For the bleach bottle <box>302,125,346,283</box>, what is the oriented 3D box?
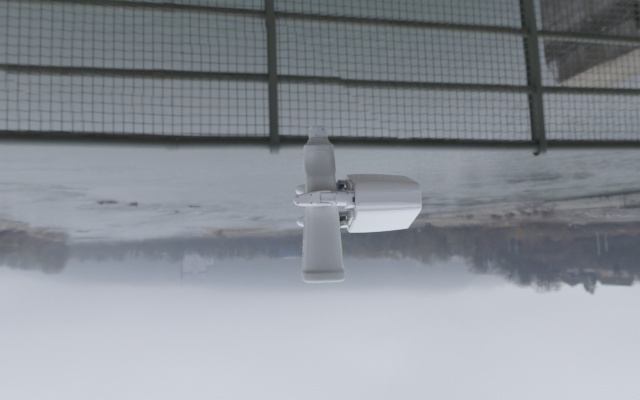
[{"bbox_3d":[0.000,0.003,0.772,0.068,0.251,0.102,-1,-5,-5],"label":"bleach bottle"}]
